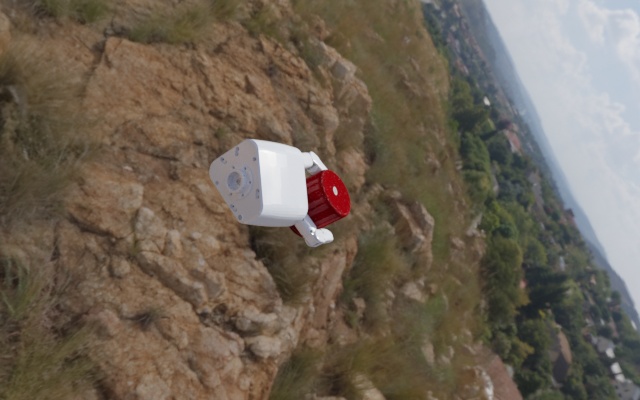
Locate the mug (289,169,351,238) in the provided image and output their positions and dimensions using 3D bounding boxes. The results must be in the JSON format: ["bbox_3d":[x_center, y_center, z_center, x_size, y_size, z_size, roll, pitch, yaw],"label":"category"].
[{"bbox_3d":[0.001,0.003,0.769,0.081,0.093,0.117,-26,-14,28],"label":"mug"}]
